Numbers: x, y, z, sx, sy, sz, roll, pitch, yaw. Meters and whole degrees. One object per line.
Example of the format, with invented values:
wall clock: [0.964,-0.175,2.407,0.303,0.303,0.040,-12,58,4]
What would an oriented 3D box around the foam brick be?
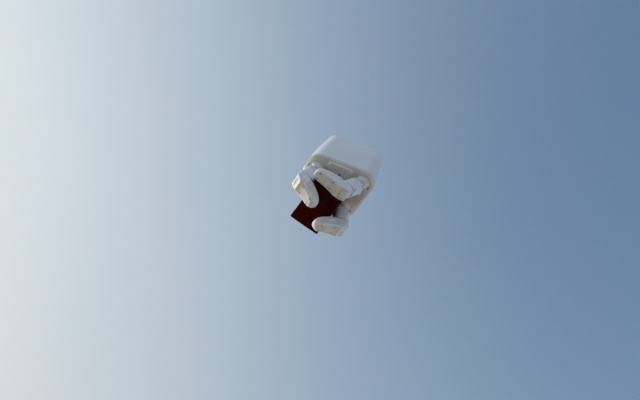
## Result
foam brick: [0.000,0.003,0.747,0.053,0.078,0.051,37,32,0]
